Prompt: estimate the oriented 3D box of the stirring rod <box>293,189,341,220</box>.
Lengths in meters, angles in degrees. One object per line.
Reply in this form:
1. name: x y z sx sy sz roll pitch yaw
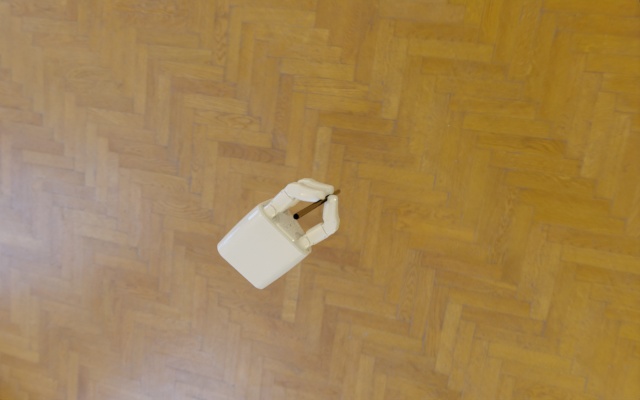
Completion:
1. stirring rod: 0.000 0.002 0.713 0.011 0.011 0.239 0 9 15
